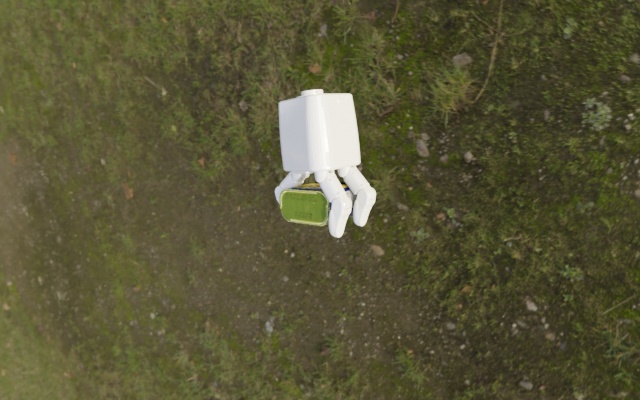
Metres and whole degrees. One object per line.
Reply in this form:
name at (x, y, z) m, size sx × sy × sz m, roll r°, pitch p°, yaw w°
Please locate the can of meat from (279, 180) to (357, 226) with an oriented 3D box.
can of meat at (0.000, 0.003, 0.733) m, size 0.102 × 0.057 × 0.084 m, roll 4°, pitch 13°, yaw 40°
